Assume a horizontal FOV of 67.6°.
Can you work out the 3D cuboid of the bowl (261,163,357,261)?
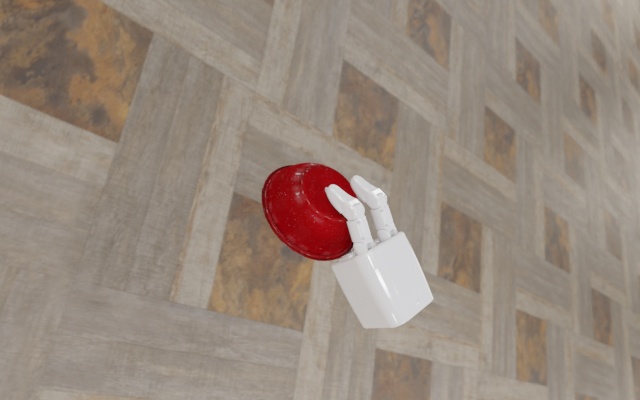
[{"bbox_3d":[-0.001,0.001,0.680,0.162,0.162,0.055,0,-31,-36],"label":"bowl"}]
